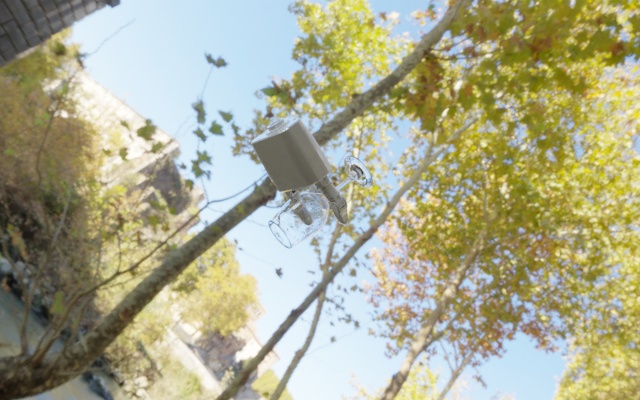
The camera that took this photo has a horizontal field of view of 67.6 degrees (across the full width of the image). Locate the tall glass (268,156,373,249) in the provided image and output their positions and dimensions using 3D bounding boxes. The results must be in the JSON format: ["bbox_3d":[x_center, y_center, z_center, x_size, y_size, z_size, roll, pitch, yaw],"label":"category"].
[{"bbox_3d":[0.001,0.003,0.871,0.201,0.079,0.079,-39,17,-22],"label":"tall glass"}]
